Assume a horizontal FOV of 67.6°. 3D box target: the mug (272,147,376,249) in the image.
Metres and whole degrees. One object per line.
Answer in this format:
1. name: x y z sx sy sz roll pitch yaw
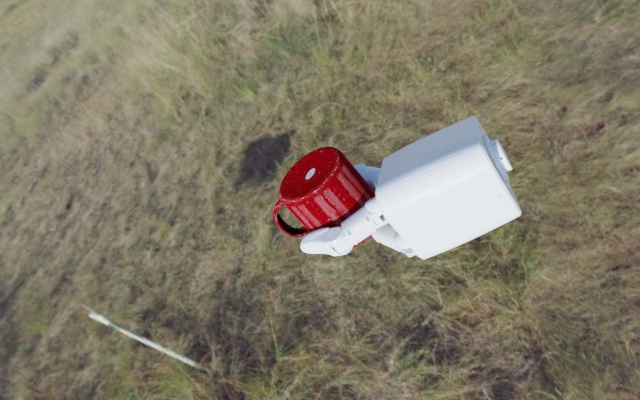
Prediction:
1. mug: -0.001 0.002 0.519 0.117 0.093 0.081 -26 -55 24
